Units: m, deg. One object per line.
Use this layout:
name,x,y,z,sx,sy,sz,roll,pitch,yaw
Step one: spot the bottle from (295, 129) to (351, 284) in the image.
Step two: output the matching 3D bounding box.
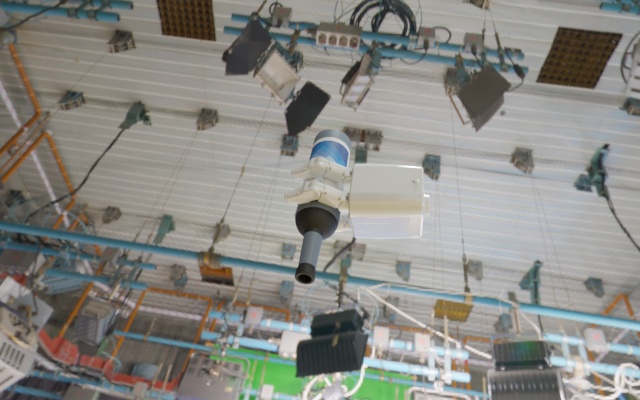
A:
bottle,0.000,0.002,0.742,0.069,0.069,0.295,0,44,12
